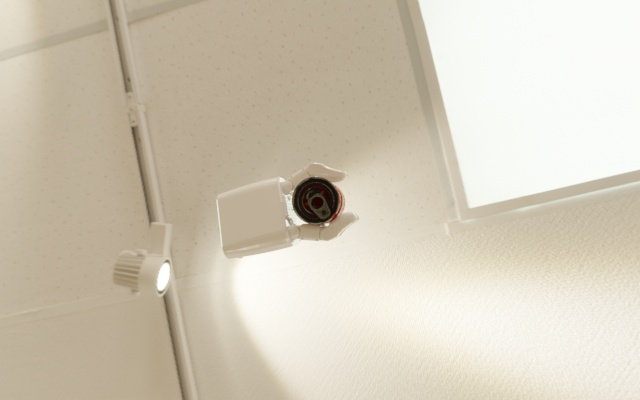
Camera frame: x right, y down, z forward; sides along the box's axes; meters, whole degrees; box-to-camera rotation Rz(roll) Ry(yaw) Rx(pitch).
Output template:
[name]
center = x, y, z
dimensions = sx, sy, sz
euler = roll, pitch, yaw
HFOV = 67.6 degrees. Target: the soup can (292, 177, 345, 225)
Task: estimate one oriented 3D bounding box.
[soup can]
center = 0.001, 0.002, 0.719
dimensions = 0.068, 0.068, 0.102
euler = 0, -2, 9
